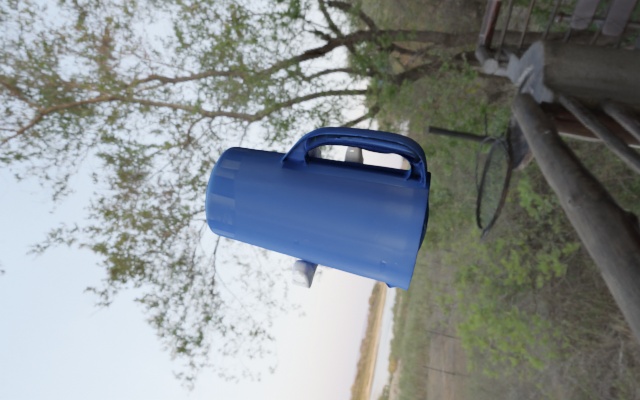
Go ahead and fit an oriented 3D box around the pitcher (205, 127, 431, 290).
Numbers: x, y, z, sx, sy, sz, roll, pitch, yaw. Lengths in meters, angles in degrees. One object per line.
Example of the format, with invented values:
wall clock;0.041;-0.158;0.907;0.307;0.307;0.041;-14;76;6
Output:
pitcher;0.000;0.002;0.542;0.243;0.149;0.145;12;-12;9
